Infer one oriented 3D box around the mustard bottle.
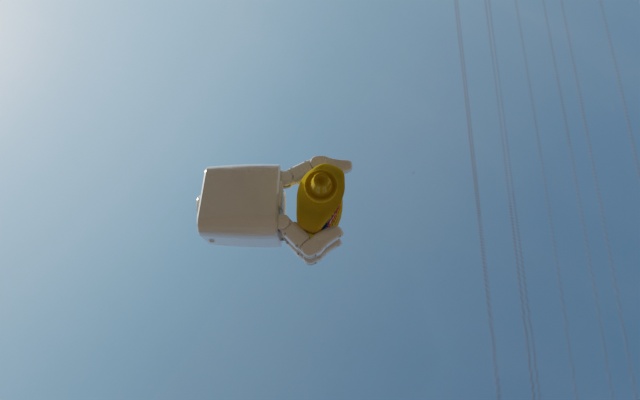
[{"bbox_3d":[0.000,0.002,0.652,0.058,0.096,0.192,24,-15,7],"label":"mustard bottle"}]
